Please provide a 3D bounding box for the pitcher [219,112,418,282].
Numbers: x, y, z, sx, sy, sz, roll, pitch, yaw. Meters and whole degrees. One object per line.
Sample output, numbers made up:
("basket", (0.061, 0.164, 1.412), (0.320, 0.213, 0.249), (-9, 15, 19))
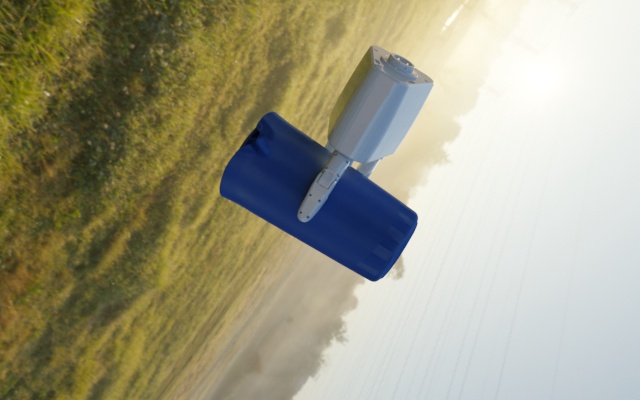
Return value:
("pitcher", (0.000, 0.002, 0.639), (0.243, 0.145, 0.149), (33, 29, 5))
